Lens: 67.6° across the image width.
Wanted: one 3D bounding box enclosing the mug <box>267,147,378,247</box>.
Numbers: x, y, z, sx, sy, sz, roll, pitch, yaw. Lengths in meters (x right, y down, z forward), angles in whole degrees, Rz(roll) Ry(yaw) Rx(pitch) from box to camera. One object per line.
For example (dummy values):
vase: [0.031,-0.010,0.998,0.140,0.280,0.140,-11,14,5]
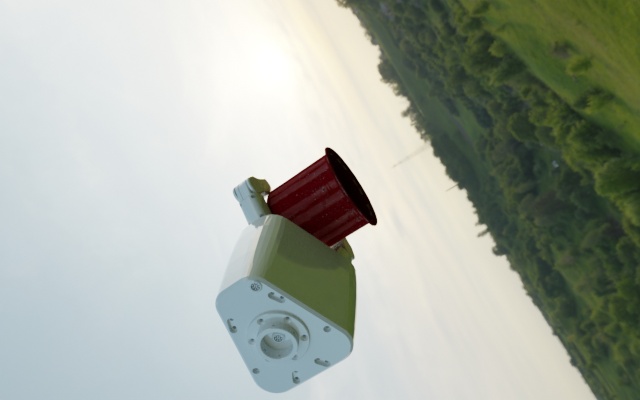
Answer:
mug: [0.000,0.001,0.500,0.081,0.093,0.117,-33,16,15]
